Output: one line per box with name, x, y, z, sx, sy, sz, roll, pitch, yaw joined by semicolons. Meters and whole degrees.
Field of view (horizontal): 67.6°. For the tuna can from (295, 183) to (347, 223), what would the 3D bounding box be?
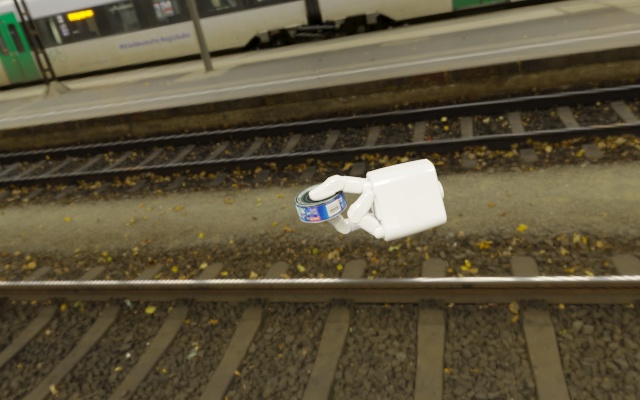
tuna can;0.000;0.002;0.813;0.086;0.034;0.086;-14;25;7
